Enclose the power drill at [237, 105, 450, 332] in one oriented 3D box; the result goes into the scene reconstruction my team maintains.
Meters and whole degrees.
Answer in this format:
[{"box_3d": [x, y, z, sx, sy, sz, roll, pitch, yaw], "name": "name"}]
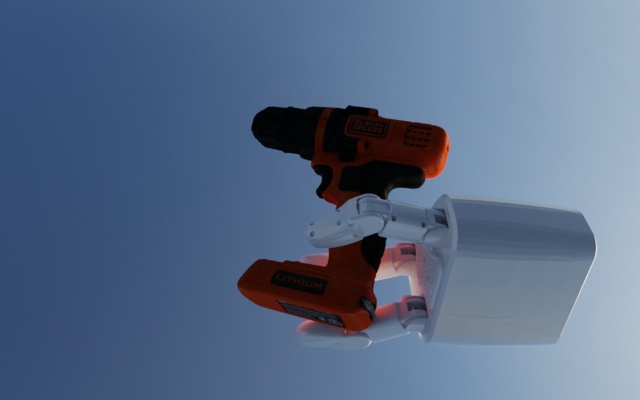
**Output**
[{"box_3d": [0.000, 0.002, 0.401, 0.184, 0.187, 0.057, 10, -24, 21], "name": "power drill"}]
